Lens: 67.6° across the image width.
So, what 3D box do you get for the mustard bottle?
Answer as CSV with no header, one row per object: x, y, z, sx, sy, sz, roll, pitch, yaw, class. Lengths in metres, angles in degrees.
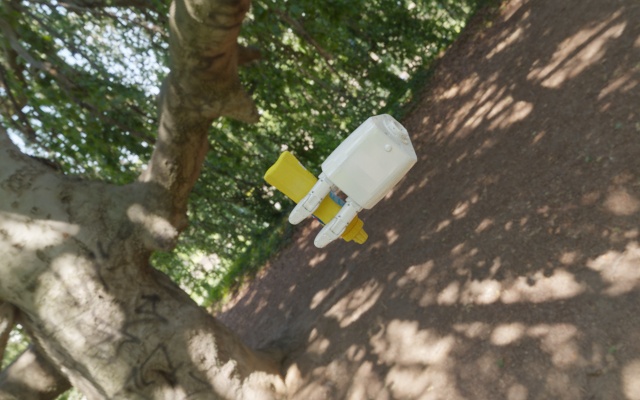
0.000,0.003,0.764,0.191,0.058,0.096,40,2,-9,mustard bottle
